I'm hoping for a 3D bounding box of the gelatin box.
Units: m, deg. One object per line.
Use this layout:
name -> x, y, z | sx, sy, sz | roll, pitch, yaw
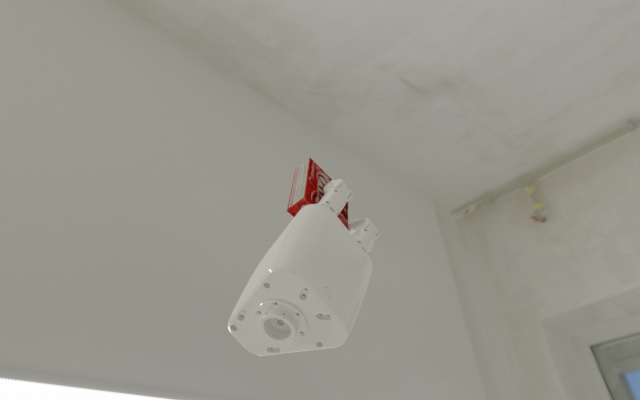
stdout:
gelatin box -> 0.000, 0.002, 0.564 | 0.030, 0.073, 0.089 | -35, 26, 25
